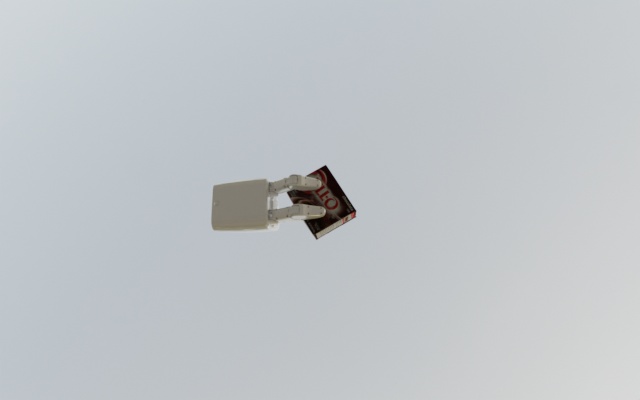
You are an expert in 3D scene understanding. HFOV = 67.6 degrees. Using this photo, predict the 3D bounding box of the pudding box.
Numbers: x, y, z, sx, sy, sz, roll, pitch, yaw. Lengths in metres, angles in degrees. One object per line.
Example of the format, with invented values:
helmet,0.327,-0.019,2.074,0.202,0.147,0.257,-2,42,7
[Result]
pudding box,0.000,0.003,0.874,0.090,0.113,0.039,-30,-21,-6
